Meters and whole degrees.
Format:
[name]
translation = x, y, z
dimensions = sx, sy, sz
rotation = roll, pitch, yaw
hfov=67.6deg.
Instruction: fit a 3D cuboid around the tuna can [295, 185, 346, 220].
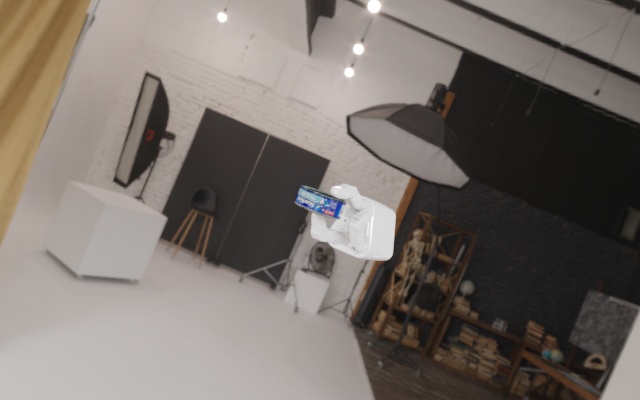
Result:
[tuna can]
translation = 0.000, 0.002, 0.835
dimensions = 0.086, 0.034, 0.086
rotation = 20, 5, -2
